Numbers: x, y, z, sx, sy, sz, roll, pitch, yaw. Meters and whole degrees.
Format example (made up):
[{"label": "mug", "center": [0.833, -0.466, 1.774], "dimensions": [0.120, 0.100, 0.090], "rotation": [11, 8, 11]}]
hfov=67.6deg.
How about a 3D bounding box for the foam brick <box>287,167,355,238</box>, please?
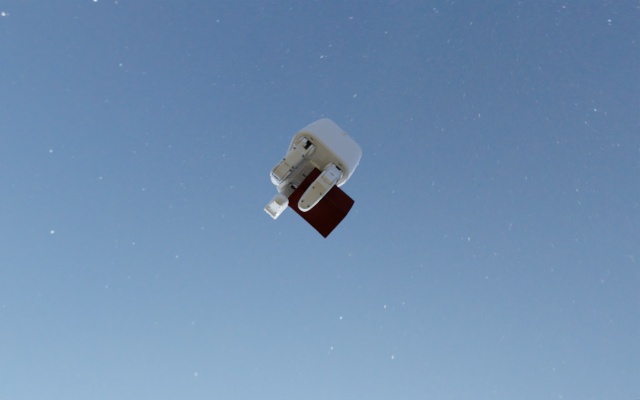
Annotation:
[{"label": "foam brick", "center": [0.000, 0.002, 0.672], "dimensions": [0.053, 0.078, 0.051], "rotation": [-47, 2, 27]}]
